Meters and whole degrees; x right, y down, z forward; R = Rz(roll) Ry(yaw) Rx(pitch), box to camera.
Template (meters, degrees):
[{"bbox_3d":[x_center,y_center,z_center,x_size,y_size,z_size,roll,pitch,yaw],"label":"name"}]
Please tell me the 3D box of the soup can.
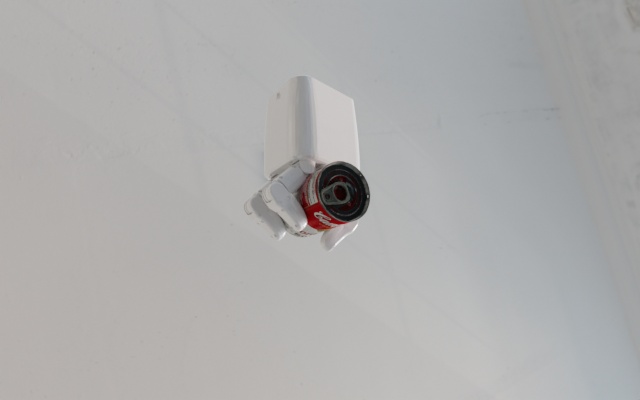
[{"bbox_3d":[0.000,0.002,0.553,0.068,0.068,0.102,0,-14,-32],"label":"soup can"}]
